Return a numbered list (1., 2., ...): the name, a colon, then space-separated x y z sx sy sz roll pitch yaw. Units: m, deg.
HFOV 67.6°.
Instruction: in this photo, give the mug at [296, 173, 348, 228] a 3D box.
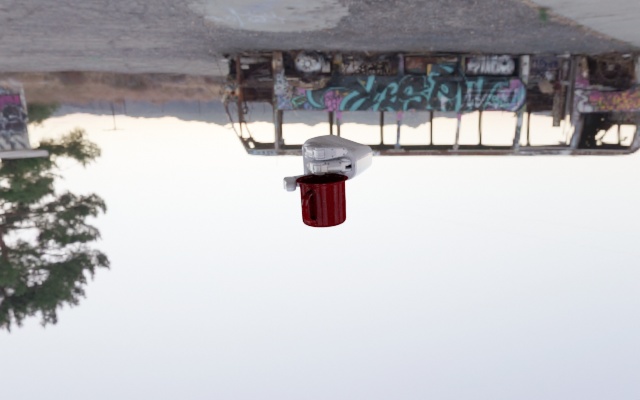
1. mug: 0.000 0.003 0.843 0.093 0.081 0.117 4 16 24
